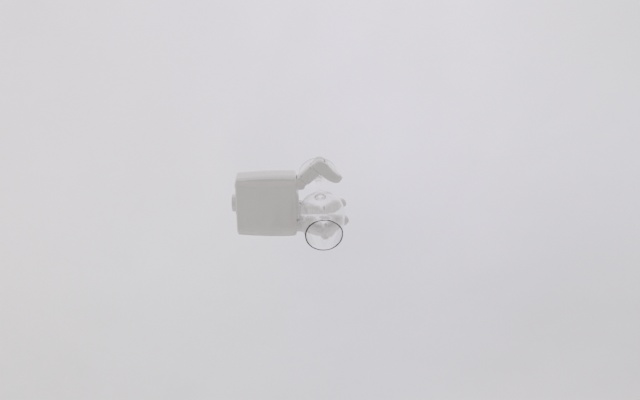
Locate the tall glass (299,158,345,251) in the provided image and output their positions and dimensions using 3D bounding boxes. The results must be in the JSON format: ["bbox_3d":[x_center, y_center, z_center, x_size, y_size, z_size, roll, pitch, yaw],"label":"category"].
[{"bbox_3d":[0.000,0.002,0.844,0.079,0.079,0.201,0,32,-4],"label":"tall glass"}]
